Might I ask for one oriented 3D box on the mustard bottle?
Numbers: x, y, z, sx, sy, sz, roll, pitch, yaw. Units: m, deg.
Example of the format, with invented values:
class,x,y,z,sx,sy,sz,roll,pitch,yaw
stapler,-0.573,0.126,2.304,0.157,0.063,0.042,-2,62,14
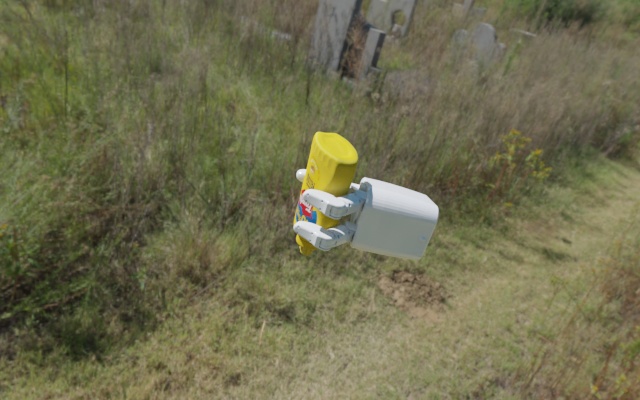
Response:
class,x,y,z,sx,sy,sz,roll,pitch,yaw
mustard bottle,0.000,0.002,0.709,0.058,0.192,0.096,1,33,-24
